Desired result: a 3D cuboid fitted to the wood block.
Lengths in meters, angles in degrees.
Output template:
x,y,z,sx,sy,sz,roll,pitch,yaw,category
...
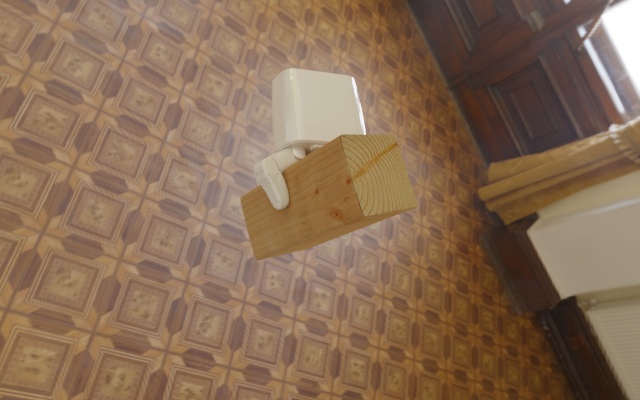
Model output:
x,y,z,sx,sy,sz,roll,pitch,yaw,category
0.000,0.001,0.578,0.091,0.090,0.206,-7,-13,-41,wood block
